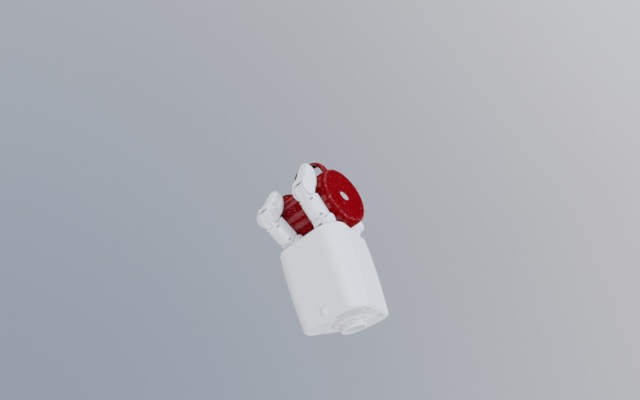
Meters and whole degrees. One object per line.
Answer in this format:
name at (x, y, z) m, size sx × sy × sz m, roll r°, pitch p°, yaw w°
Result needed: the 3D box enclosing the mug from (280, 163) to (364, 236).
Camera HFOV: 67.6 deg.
mug at (0.000, 0.001, 0.640) m, size 0.081 × 0.117 × 0.093 m, roll -35°, pitch -31°, yaw 29°
